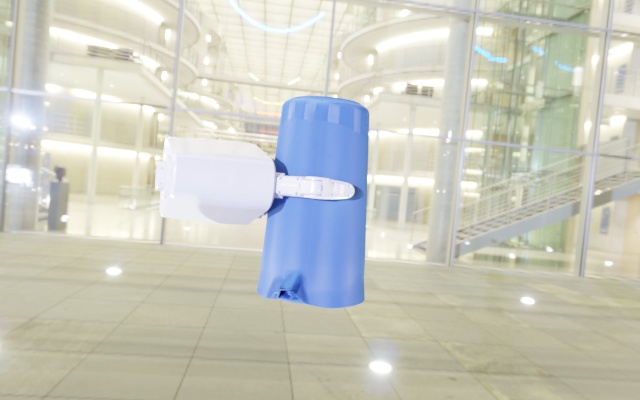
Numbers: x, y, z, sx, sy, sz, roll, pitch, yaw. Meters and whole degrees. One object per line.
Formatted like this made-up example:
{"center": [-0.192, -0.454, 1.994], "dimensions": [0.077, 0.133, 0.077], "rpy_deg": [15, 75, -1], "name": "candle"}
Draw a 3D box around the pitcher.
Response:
{"center": [0.000, 0.002, 0.596], "dimensions": [0.145, 0.243, 0.149], "rpy_deg": [4, 2, -25], "name": "pitcher"}
